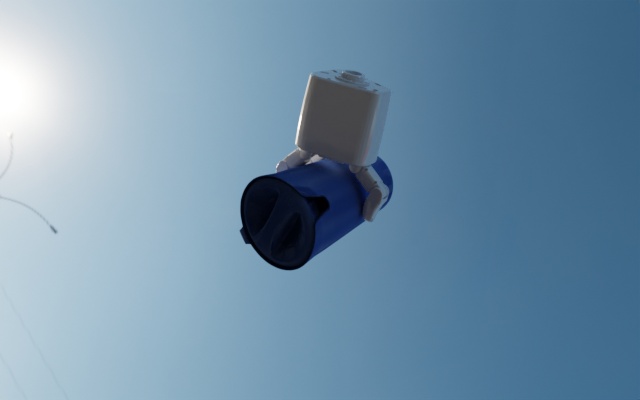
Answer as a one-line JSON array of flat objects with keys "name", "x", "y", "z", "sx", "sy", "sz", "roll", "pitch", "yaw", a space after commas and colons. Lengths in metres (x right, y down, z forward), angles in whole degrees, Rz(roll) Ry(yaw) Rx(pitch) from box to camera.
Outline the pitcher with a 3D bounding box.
[{"name": "pitcher", "x": 0.000, "y": 0.002, "z": 0.725, "sx": 0.149, "sy": 0.145, "sz": 0.242, "roll": 28, "pitch": 31, "yaw": 28}]
